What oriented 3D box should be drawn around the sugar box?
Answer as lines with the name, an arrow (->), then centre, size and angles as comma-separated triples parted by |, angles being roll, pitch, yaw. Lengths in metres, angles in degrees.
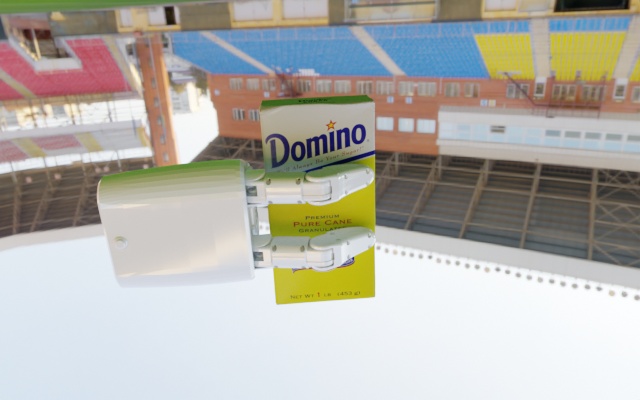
sugar box -> 0.000, 0.002, 0.413 | 0.093, 0.176, 0.048 | -5, 21, -3
